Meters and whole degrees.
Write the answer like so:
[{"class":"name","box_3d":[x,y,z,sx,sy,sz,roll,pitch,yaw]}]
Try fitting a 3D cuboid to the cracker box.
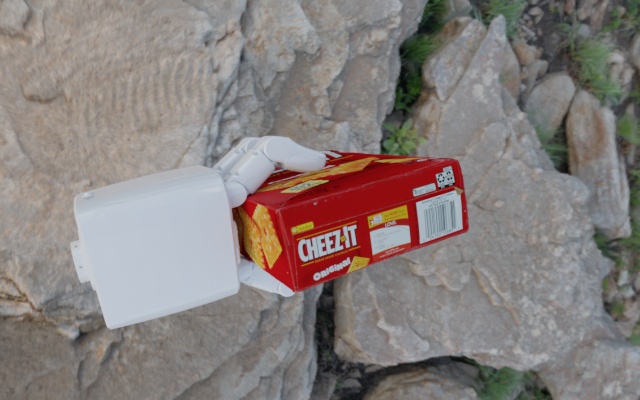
[{"class":"cracker box","box_3d":[0.000,0.002,0.445,0.164,0.072,0.213,-16,14,-24]}]
